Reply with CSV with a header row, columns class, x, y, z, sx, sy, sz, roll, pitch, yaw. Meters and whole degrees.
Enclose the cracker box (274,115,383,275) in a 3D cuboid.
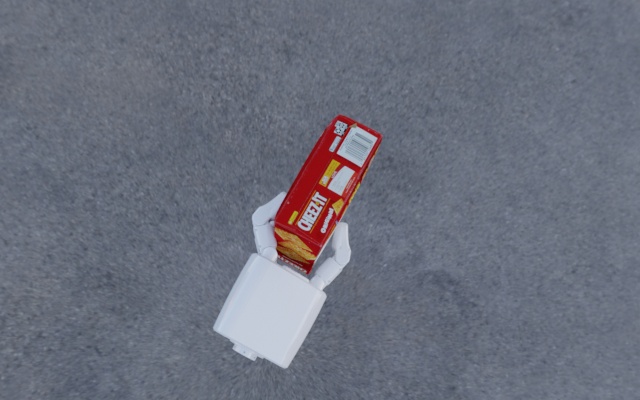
class,x,y,z,sx,sy,sz,roll,pitch,yaw
cracker box,0.000,0.002,0.659,0.072,0.164,0.214,29,-18,3
